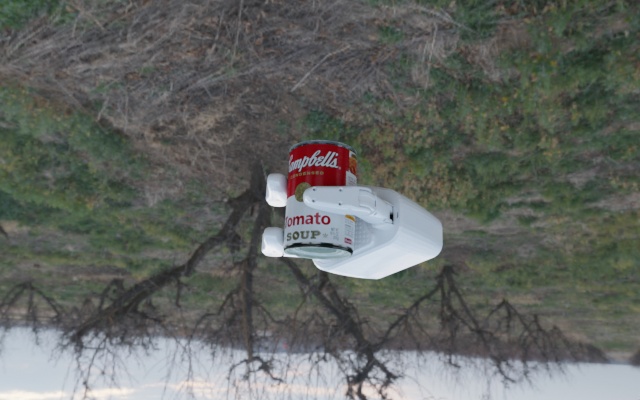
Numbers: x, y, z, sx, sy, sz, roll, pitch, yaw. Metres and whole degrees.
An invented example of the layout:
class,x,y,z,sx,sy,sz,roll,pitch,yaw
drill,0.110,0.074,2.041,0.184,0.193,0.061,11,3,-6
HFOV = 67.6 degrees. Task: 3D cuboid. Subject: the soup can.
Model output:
class,x,y,z,sx,sy,sz,roll,pitch,yaw
soup can,0.000,0.002,0.462,0.068,0.102,0.068,3,-16,1
